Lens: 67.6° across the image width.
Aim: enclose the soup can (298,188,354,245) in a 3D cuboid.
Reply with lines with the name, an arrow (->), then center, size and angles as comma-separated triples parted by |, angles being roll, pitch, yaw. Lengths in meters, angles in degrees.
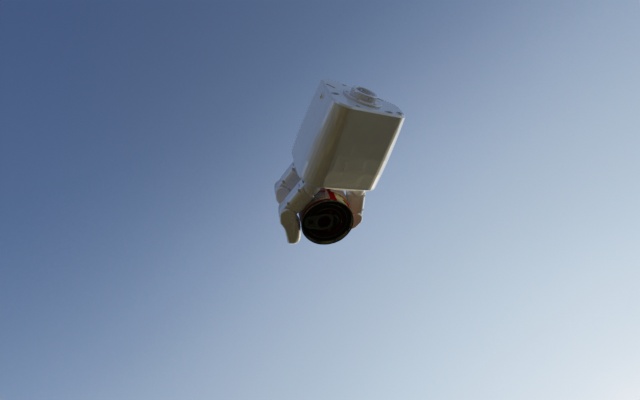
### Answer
soup can -> 0.000, 0.002, 0.643 | 0.068, 0.068, 0.102 | 0, 32, -12
